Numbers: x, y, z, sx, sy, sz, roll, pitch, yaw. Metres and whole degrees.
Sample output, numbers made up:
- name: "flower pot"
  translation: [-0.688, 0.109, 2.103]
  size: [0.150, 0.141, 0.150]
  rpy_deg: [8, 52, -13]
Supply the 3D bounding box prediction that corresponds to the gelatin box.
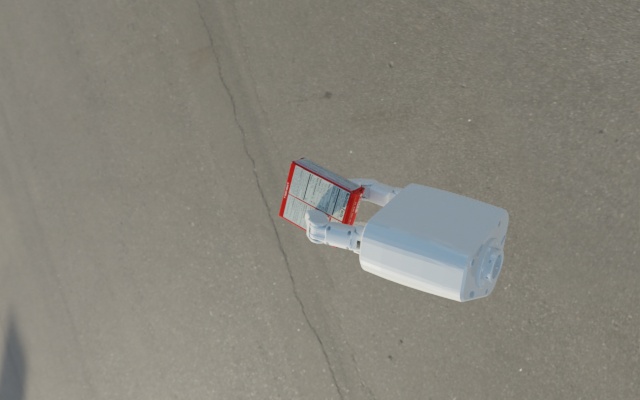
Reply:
- name: "gelatin box"
  translation: [0.000, 0.002, 0.550]
  size: [0.089, 0.073, 0.030]
  rpy_deg: [27, 28, 24]
